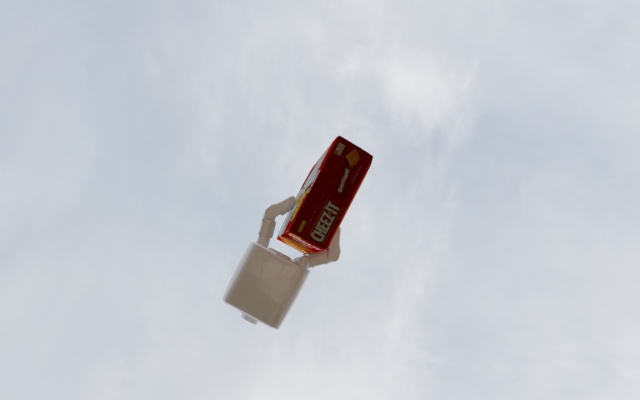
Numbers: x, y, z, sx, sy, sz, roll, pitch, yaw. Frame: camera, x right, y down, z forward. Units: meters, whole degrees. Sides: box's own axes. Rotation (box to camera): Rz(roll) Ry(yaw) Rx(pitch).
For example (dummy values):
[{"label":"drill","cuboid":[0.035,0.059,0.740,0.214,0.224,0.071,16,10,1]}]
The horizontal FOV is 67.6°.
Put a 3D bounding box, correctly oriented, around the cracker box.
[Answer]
[{"label":"cracker box","cuboid":[0.000,0.003,0.793,0.072,0.164,0.214,28,-11,-6]}]
